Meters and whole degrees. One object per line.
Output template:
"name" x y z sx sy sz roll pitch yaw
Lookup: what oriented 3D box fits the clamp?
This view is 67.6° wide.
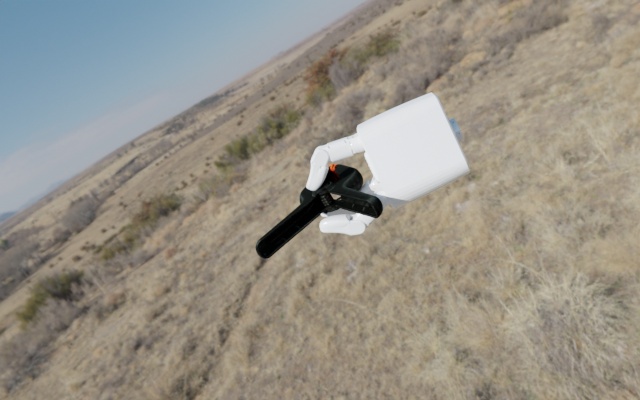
"clamp" 0.000 0.001 0.637 0.164 0.036 0.210 -23 19 12
